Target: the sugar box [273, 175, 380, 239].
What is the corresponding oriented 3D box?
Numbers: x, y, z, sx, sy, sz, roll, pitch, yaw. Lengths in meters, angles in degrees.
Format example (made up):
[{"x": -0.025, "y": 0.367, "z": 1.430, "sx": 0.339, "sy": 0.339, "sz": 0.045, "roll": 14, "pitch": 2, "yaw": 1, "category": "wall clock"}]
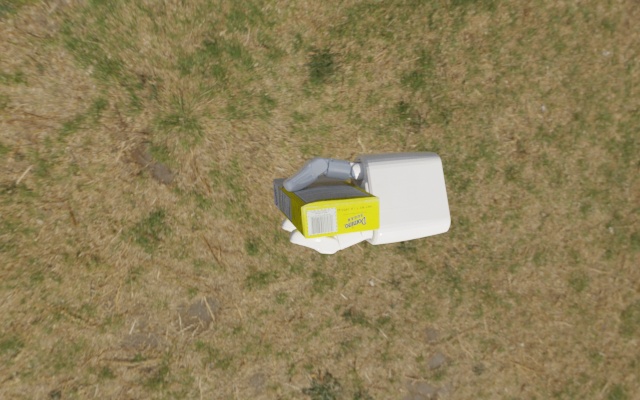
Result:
[{"x": 0.000, "y": 0.003, "z": 0.616, "sx": 0.093, "sy": 0.048, "sz": 0.176, "roll": -6, "pitch": 11, "yaw": -15, "category": "sugar box"}]
